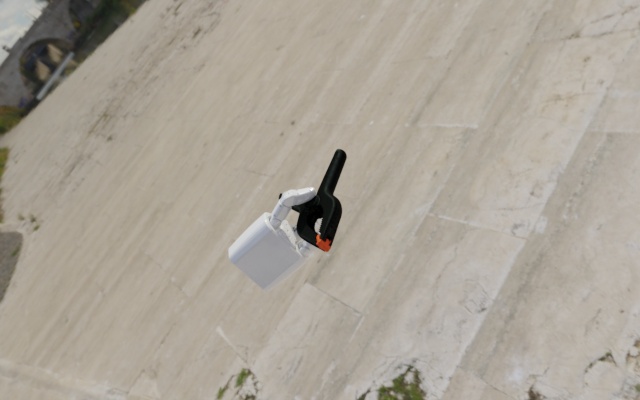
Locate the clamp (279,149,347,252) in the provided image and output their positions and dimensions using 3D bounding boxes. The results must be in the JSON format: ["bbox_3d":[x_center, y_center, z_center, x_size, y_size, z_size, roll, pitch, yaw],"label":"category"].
[{"bbox_3d":[0.000,0.003,0.849,0.036,0.164,0.209,39,18,-32],"label":"clamp"}]
